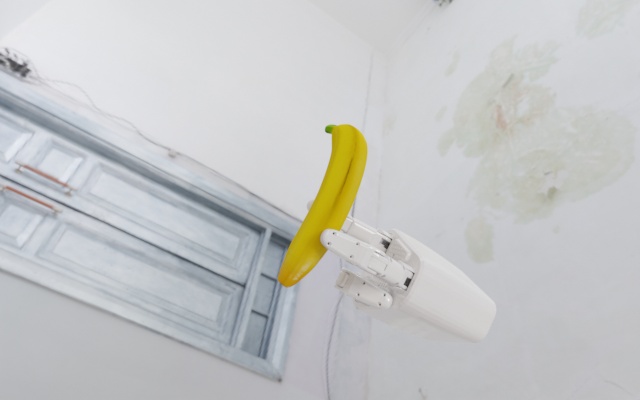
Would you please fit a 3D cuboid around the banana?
[{"bbox_3d":[0.010,-0.007,0.471,0.037,0.197,0.070,29,-32,-18],"label":"banana"}]
